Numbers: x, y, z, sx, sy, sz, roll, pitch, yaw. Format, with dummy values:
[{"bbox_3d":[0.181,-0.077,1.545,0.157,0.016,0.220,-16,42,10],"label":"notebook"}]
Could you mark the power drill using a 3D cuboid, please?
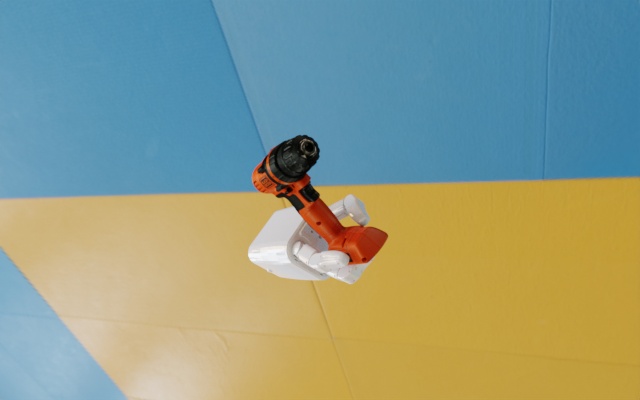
[{"bbox_3d":[0.000,0.002,0.626,0.057,0.188,0.184,-47,10,-20],"label":"power drill"}]
